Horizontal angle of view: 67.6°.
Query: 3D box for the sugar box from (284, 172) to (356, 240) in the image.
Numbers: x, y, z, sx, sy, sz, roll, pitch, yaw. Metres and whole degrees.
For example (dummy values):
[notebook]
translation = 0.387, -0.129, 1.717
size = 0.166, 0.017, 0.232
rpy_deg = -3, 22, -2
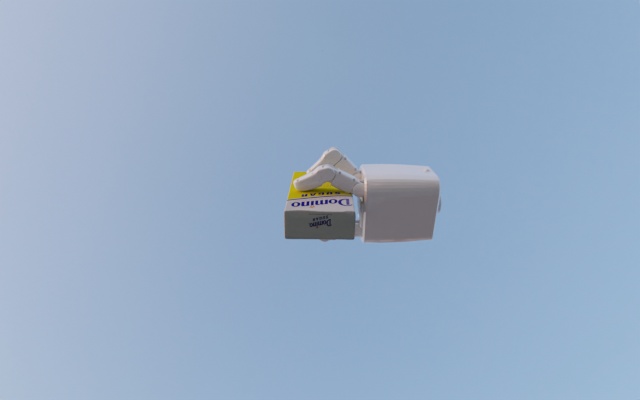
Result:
[sugar box]
translation = 0.000, 0.002, 0.685
size = 0.093, 0.048, 0.176
rpy_deg = 0, 17, 0
